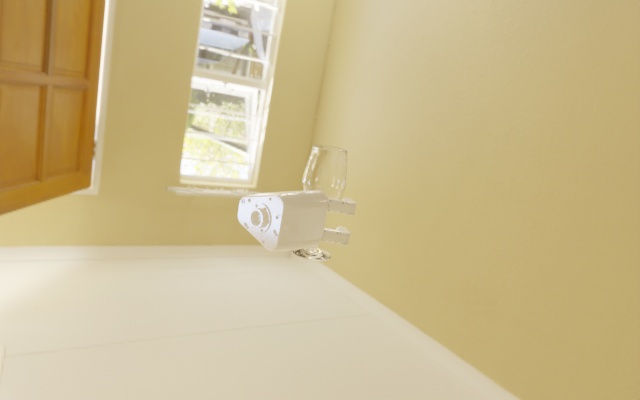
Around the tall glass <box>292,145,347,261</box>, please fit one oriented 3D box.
[{"bbox_3d":[0.000,0.003,0.867,0.079,0.201,0.079,10,12,-2],"label":"tall glass"}]
